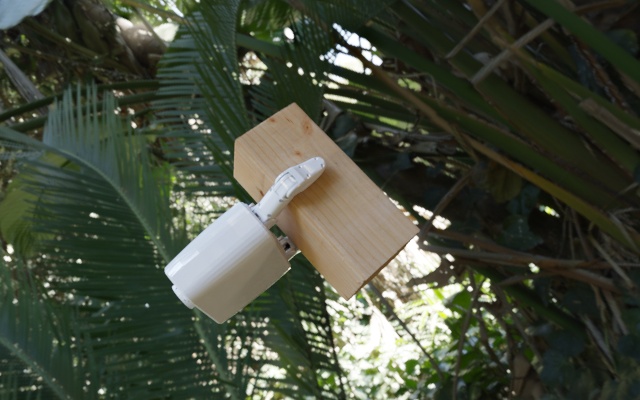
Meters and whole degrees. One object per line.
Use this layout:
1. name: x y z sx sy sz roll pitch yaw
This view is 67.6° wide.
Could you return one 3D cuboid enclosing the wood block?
1. wood block: 0.000 0.002 0.549 0.090 0.206 0.091 -38 -13 -24
